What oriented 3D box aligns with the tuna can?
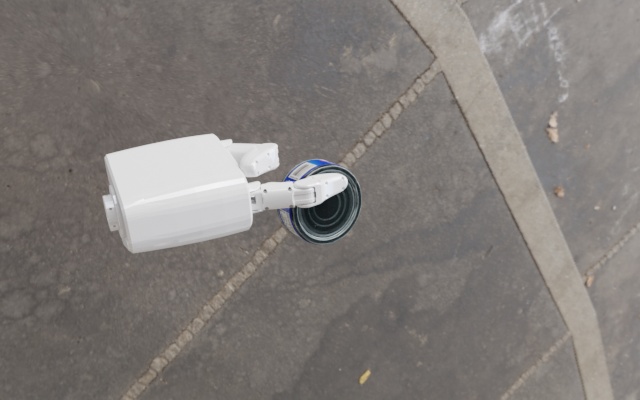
[{"bbox_3d":[0.000,0.002,0.493,0.086,0.086,0.033,0,13,-32],"label":"tuna can"}]
